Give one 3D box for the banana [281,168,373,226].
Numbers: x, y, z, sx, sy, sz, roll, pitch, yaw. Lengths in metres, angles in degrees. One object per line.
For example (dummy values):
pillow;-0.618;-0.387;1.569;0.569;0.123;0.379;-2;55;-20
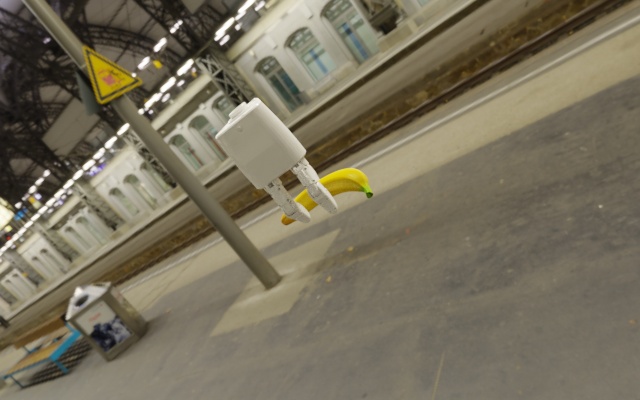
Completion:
banana;0.008;-0.011;0.796;0.198;0.069;0.037;-22;-58;40
